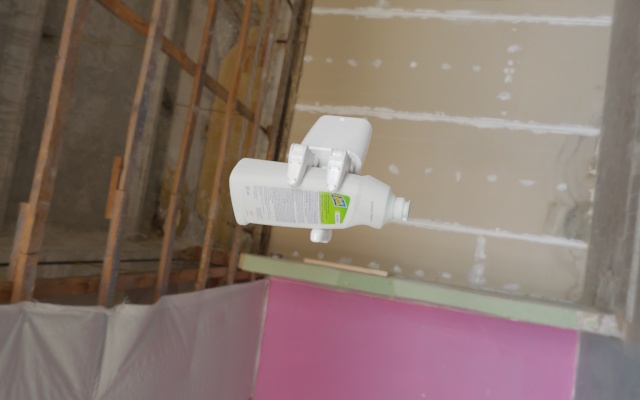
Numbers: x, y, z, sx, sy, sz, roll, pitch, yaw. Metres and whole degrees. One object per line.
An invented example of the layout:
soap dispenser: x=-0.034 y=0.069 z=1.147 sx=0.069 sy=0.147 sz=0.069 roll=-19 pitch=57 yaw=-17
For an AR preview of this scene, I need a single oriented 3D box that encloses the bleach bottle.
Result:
bleach bottle: x=0.000 y=0.002 z=0.683 sx=0.251 sy=0.103 sz=0.068 roll=8 pitch=40 yaw=14
